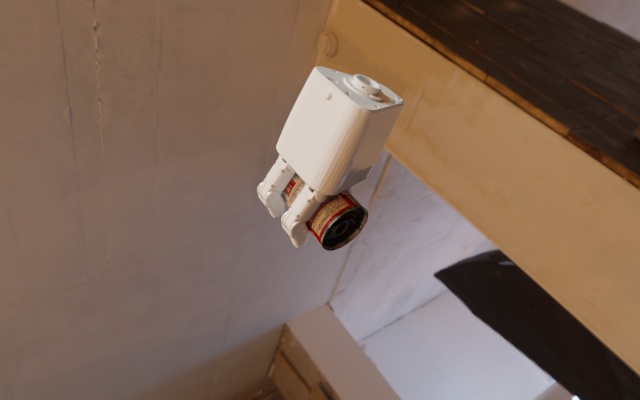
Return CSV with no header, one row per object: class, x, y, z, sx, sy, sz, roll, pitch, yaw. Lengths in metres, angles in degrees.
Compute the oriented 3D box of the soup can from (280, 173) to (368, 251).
soup can,0.000,0.002,0.582,0.068,0.068,0.102,0,40,-49
